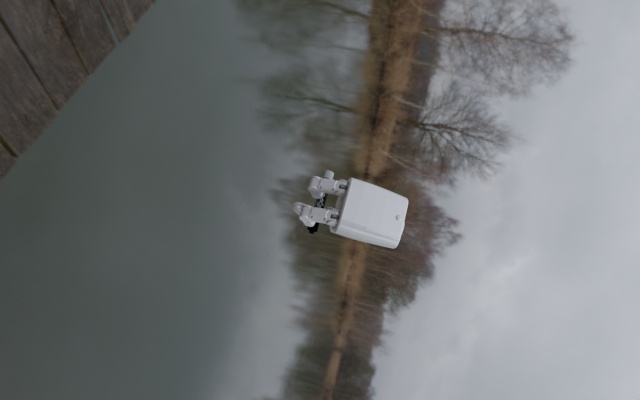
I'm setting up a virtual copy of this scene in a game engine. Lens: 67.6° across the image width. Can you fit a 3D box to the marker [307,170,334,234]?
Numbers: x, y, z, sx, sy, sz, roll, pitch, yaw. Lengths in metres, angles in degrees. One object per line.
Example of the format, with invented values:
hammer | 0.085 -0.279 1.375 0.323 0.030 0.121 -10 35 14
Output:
marker | 0.000 0.003 0.859 0.020 0.121 0.020 14 -20 5
